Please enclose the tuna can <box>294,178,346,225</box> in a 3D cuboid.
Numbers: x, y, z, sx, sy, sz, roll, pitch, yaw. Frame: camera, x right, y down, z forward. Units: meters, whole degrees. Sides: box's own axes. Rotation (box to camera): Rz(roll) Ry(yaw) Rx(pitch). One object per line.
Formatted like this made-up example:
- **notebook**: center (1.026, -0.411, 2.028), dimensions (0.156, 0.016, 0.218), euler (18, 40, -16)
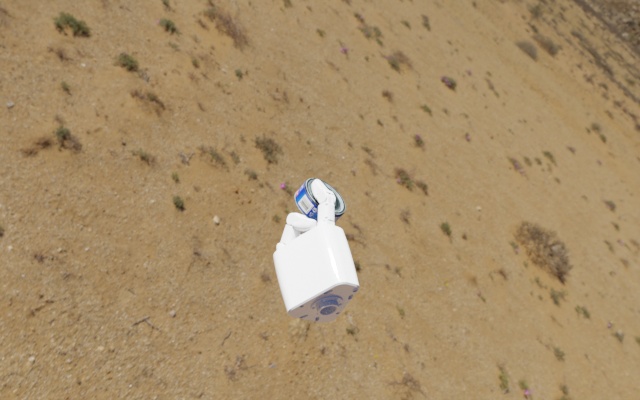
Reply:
- **tuna can**: center (0.000, 0.002, 0.810), dimensions (0.086, 0.086, 0.034), euler (0, -41, -49)
